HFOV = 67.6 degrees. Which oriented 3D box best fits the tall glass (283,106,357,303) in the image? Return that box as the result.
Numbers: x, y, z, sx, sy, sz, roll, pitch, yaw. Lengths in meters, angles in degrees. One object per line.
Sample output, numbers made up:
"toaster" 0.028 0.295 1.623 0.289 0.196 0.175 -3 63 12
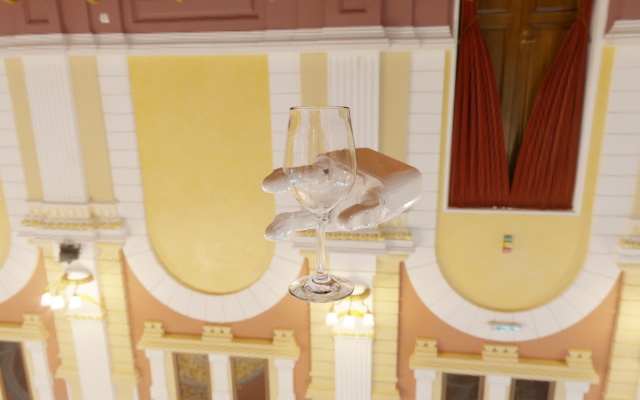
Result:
"tall glass" 0.000 0.002 0.511 0.079 0.201 0.079 -1 14 0
